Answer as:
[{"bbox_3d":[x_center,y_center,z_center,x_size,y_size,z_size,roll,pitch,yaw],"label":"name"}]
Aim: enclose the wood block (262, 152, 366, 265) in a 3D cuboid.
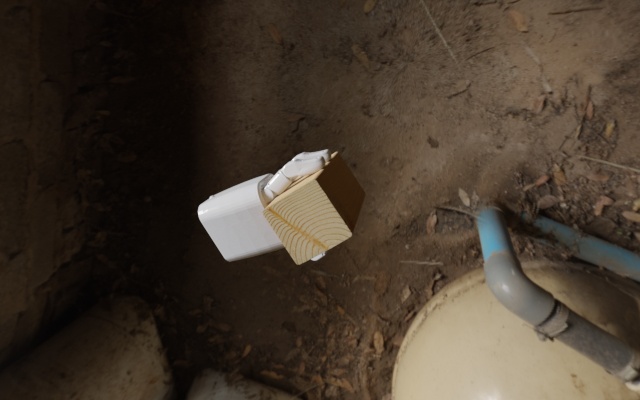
[{"bbox_3d":[0.000,0.003,0.714,0.090,0.091,0.206,-31,8,17],"label":"wood block"}]
